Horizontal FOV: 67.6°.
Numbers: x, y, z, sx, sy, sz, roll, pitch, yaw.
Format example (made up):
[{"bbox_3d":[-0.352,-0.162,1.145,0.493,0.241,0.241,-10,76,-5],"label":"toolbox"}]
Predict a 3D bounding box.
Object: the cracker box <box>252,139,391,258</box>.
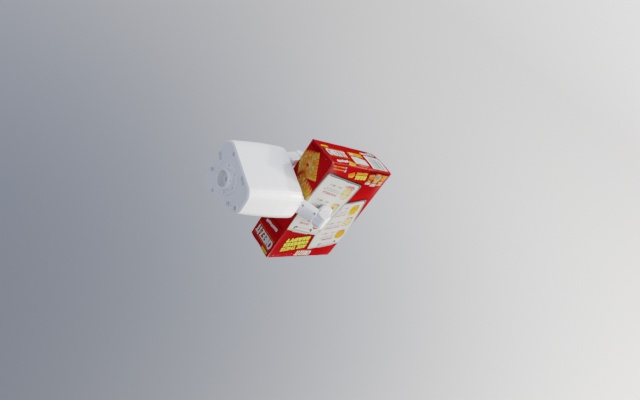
[{"bbox_3d":[0.000,0.003,0.846,0.164,0.214,0.072,5,40,-48],"label":"cracker box"}]
